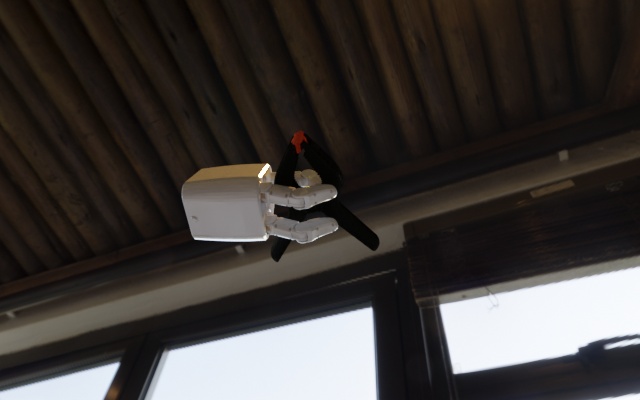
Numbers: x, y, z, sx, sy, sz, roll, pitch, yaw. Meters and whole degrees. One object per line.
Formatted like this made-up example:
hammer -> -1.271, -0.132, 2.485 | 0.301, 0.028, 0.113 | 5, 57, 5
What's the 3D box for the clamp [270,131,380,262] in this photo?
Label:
clamp -> 0.000, 0.001, 0.669 | 0.164, 0.210, 0.036 | -3, 35, 3
